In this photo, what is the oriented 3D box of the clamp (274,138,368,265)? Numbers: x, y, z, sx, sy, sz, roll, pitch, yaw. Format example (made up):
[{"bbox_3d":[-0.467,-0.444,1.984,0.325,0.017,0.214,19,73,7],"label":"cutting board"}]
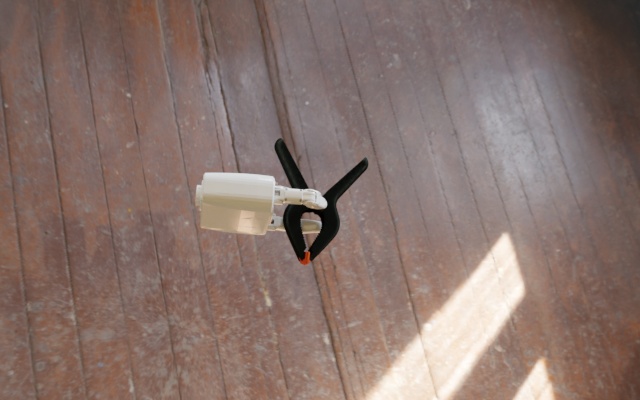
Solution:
[{"bbox_3d":[0.000,0.003,0.795,0.164,0.210,0.036,5,-15,-10],"label":"clamp"}]
